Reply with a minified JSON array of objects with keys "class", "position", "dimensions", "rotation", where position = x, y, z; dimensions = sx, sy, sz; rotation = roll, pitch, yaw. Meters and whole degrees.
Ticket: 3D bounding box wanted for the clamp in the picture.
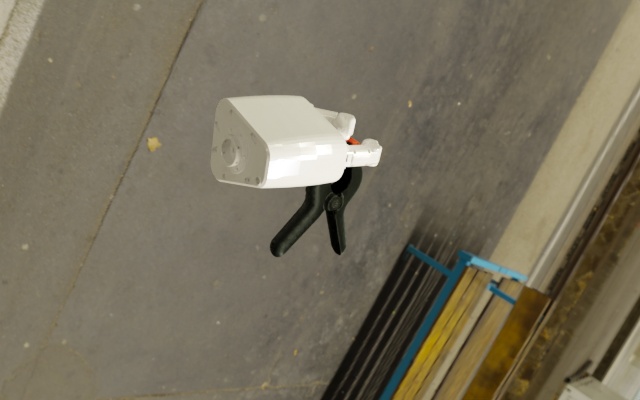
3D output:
[{"class":"clamp","position":[0.001,0.002,0.597],"dimensions":[0.120,0.171,0.039],"rotation":[-10,31,-42]}]
